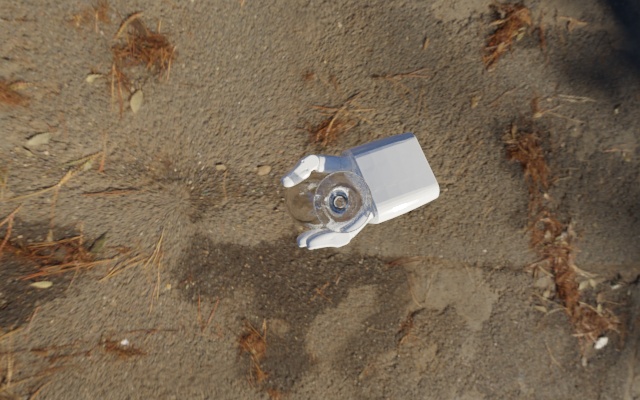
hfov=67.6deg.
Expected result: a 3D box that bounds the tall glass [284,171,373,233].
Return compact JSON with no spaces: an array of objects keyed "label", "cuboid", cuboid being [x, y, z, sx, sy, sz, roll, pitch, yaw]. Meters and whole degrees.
[{"label":"tall glass","cuboid":[0.000,0.002,0.661,0.079,0.079,0.201,0,0,-17]}]
